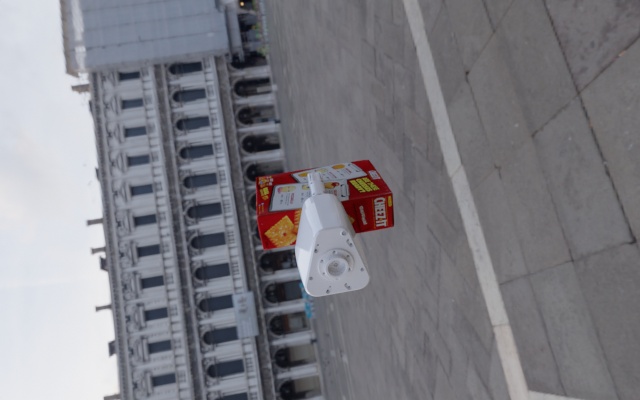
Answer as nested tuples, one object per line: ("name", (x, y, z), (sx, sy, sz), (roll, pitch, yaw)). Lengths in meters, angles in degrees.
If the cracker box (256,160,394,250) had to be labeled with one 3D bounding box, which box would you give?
("cracker box", (0.000, 0.003, 0.813), (0.213, 0.072, 0.164), (-9, 25, -4))
